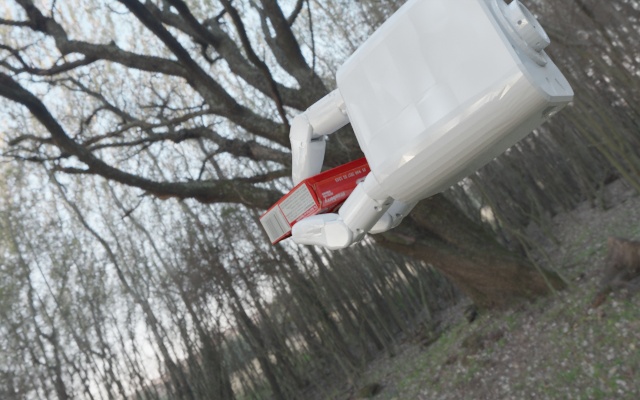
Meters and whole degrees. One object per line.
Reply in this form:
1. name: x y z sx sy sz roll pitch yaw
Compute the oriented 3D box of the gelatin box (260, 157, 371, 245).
1. gelatin box: 0.000 0.001 0.409 0.073 0.030 0.089 -22 -10 -38
